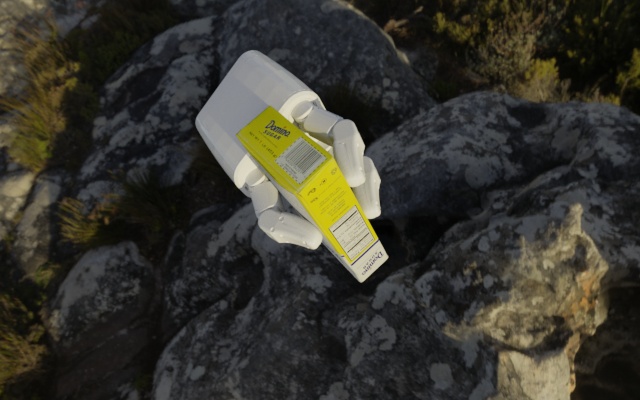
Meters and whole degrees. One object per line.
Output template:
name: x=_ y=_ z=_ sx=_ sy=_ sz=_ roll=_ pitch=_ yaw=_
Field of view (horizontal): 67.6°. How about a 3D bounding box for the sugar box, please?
sugar box: x=0.000 y=0.001 z=0.438 sx=0.093 sy=0.048 sz=0.176 roll=44 pitch=-5 yaw=36
